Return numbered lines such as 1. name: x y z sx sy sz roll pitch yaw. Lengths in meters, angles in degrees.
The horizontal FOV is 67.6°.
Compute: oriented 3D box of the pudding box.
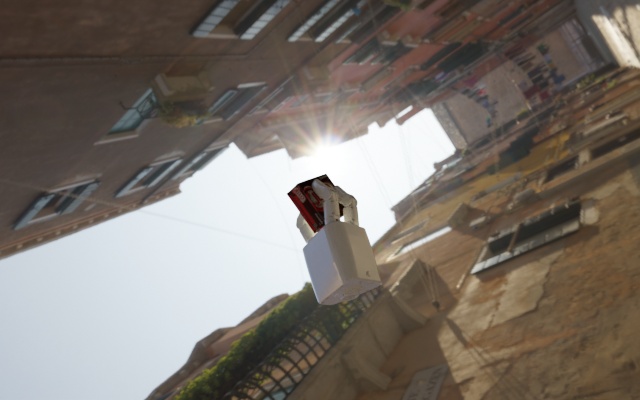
1. pudding box: 0.000 0.003 0.877 0.039 0.090 0.113 -38 -7 28
